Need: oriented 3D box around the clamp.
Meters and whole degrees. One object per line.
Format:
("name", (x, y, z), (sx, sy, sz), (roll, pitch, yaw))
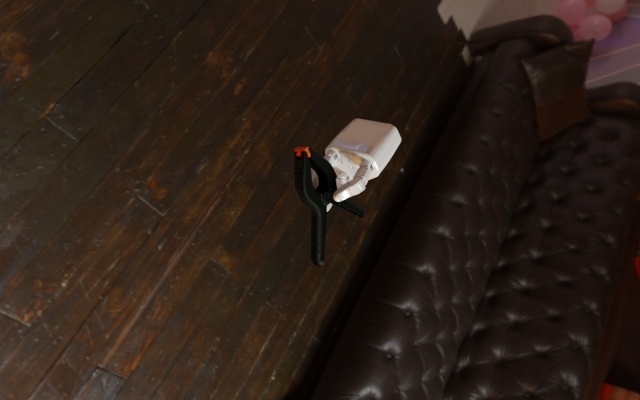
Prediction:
("clamp", (0.001, 0.002, 0.857), (0.036, 0.210, 0.164), (1, 42, 42))
